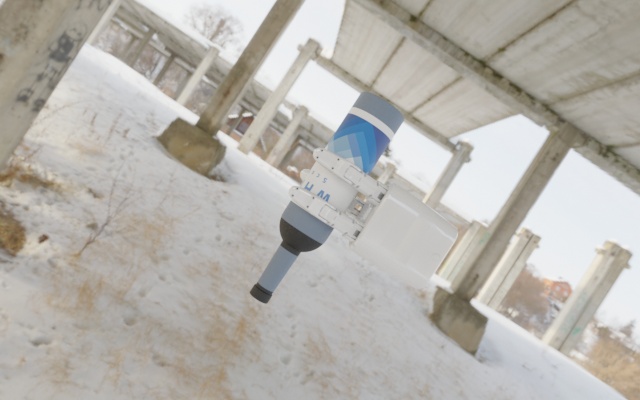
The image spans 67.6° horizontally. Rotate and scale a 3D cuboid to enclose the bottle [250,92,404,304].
[{"bbox_3d":[0.000,0.002,0.615,0.069,0.295,0.069,33,0,0],"label":"bottle"}]
